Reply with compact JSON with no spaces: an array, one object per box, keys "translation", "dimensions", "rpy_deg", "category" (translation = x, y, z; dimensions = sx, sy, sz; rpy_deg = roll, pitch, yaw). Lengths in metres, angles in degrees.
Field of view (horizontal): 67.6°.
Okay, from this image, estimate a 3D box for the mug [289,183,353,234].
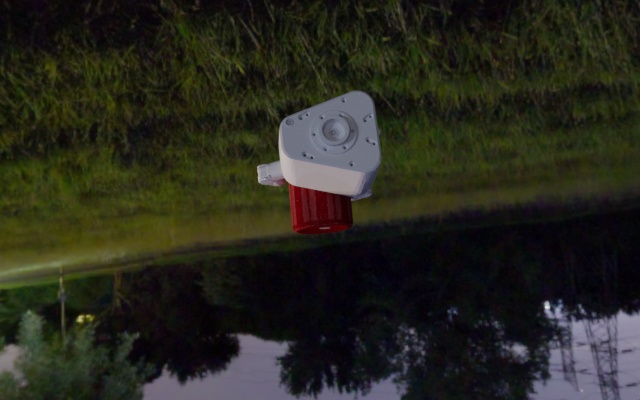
[{"translation":[0.000,0.003,0.655],"dimensions":[0.093,0.081,0.117],"rpy_deg":[-5,-12,-1],"category":"mug"}]
